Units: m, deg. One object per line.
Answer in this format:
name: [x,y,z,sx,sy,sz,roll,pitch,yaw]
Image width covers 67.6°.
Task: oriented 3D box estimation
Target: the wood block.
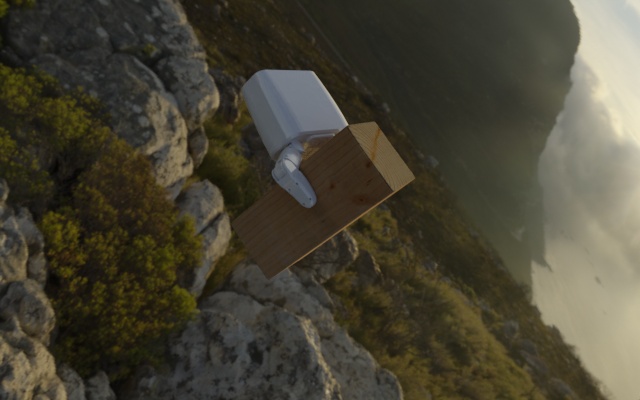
wood block: [0.000,0.002,0.595,0.206,0.090,0.091,-38,-7,28]
